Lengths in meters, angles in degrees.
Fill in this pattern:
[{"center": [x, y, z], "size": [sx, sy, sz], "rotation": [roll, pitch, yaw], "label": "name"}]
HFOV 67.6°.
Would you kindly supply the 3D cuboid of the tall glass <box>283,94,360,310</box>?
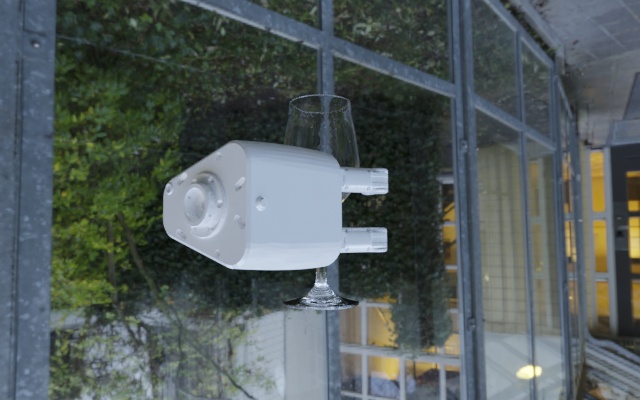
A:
[{"center": [0.000, 0.002, 0.473], "size": [0.079, 0.201, 0.079], "rotation": [0, -4, 0], "label": "tall glass"}]
